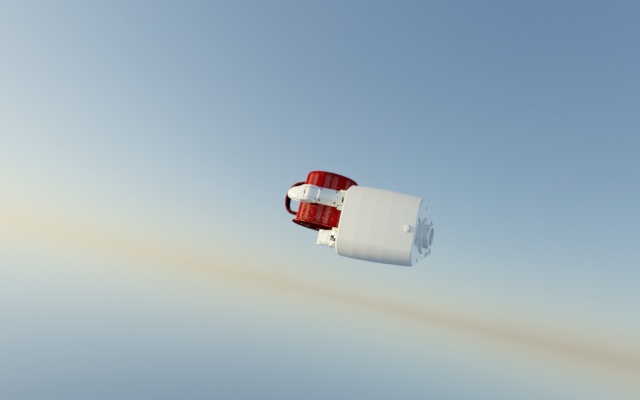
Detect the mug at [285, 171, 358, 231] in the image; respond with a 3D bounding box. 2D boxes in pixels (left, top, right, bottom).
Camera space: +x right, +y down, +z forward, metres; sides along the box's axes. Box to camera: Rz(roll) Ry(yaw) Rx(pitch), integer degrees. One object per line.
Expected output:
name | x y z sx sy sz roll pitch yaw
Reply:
mug | -0.001 0.002 0.737 0.117 0.081 0.093 10 -11 25
